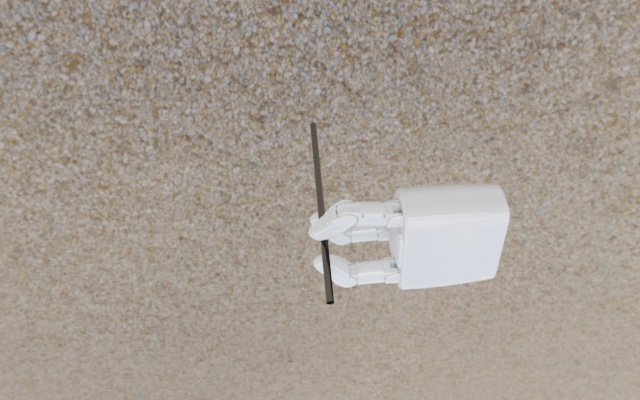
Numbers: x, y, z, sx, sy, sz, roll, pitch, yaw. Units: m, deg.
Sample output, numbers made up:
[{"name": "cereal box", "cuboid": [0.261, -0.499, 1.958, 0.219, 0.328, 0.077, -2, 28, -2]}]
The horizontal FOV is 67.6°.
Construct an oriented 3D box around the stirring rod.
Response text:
[{"name": "stirring rod", "cuboid": [0.000, 0.002, 0.531, 0.011, 0.239, 0.011, -4, -36, -3]}]
